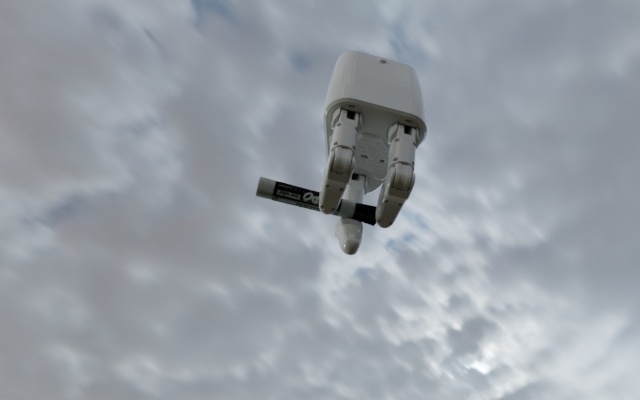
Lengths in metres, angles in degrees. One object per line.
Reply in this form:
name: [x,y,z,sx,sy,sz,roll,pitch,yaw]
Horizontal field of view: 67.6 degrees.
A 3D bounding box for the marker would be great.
marker: [0.000,0.002,0.448,0.121,0.020,0.020,14,-1,-5]
